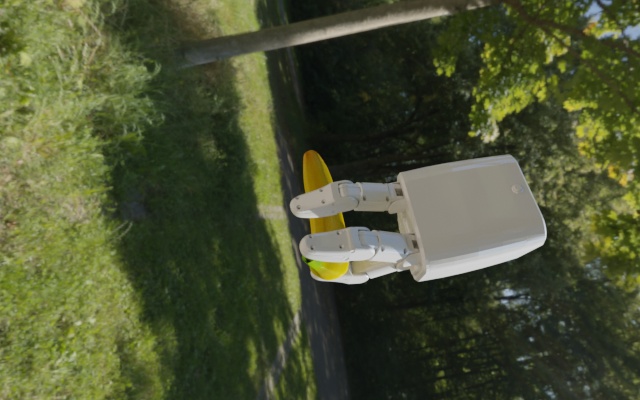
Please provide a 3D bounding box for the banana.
[{"bbox_3d":[0.004,0.019,0.487,0.037,0.070,0.197,-12,32,4],"label":"banana"}]
